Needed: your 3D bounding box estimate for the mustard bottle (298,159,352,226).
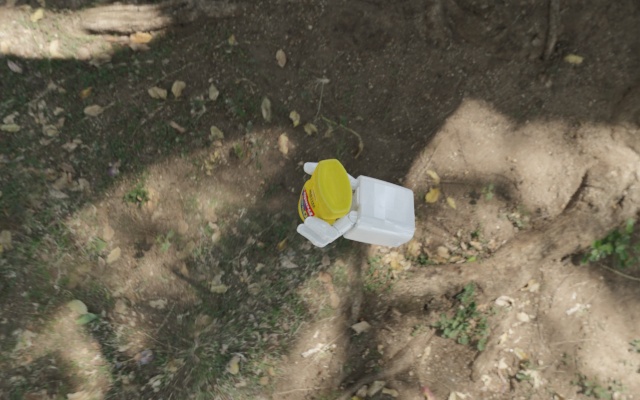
[{"bbox_3d":[0.000,0.003,0.860,0.058,0.096,0.192,-11,-14,-18],"label":"mustard bottle"}]
